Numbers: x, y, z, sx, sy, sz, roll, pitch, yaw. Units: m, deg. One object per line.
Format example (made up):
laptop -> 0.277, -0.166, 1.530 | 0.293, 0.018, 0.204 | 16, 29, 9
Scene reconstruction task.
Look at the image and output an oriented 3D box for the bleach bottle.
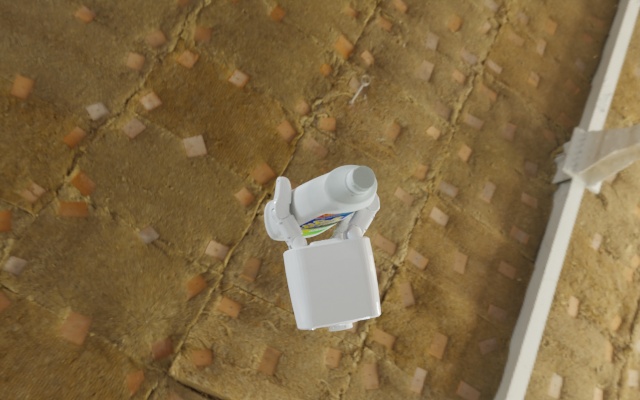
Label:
bleach bottle -> 0.000, 0.002, 0.658 | 0.102, 0.068, 0.251 | -5, -11, -21
